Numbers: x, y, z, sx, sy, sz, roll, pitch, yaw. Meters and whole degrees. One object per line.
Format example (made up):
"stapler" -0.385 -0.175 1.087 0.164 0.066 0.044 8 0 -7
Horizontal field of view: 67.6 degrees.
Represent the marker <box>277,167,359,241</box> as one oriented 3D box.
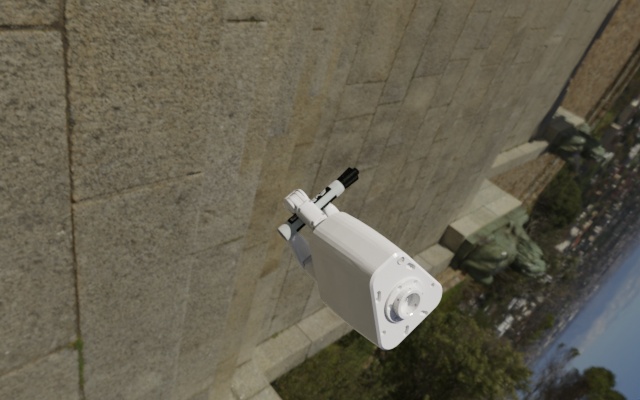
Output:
"marker" 0.000 0.002 0.563 0.121 0.020 0.020 -41 12 -14
